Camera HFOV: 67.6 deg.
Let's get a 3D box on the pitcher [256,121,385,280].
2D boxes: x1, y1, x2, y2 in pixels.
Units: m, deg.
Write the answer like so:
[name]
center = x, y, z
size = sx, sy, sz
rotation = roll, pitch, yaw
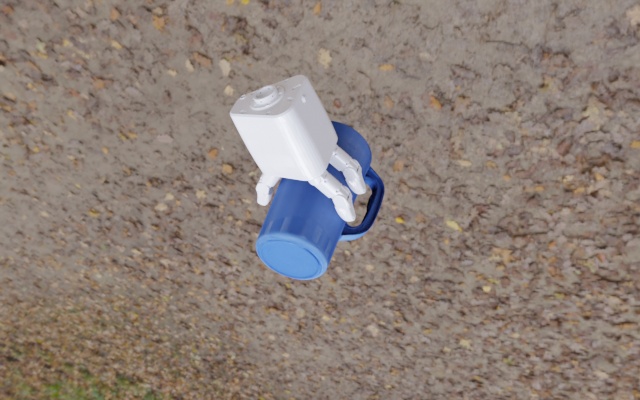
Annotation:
[pitcher]
center = 0.000, 0.002, 0.746
size = 0.149, 0.242, 0.145
rotation = -2, -44, 25
